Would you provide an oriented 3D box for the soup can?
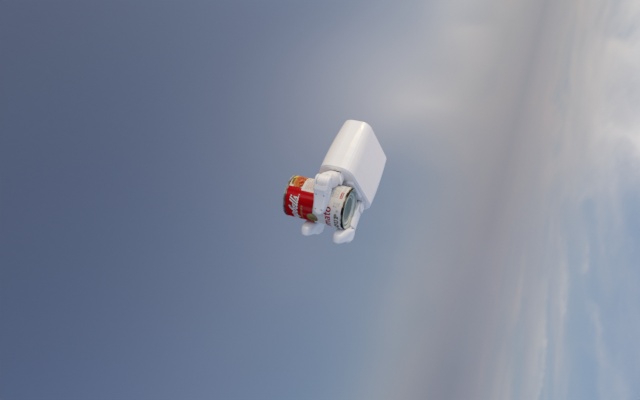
[{"bbox_3d":[0.000,0.003,0.761,0.102,0.068,0.068,14,5,20],"label":"soup can"}]
